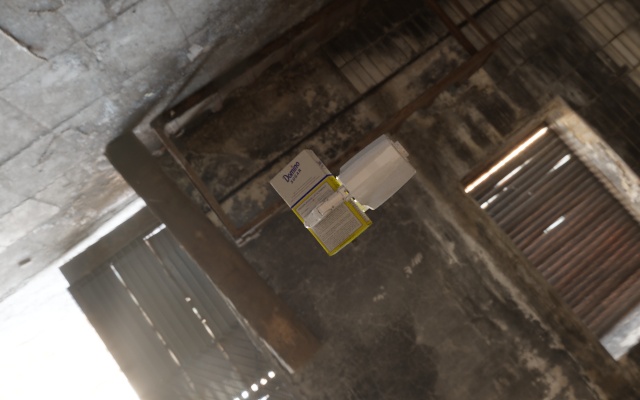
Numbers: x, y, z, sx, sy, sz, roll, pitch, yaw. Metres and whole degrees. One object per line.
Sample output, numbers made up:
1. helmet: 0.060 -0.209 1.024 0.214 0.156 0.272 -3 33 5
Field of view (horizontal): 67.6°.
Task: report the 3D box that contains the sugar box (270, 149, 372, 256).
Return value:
1. sugar box: 0.000 0.003 0.856 0.093 0.176 0.048 -41 -9 15
